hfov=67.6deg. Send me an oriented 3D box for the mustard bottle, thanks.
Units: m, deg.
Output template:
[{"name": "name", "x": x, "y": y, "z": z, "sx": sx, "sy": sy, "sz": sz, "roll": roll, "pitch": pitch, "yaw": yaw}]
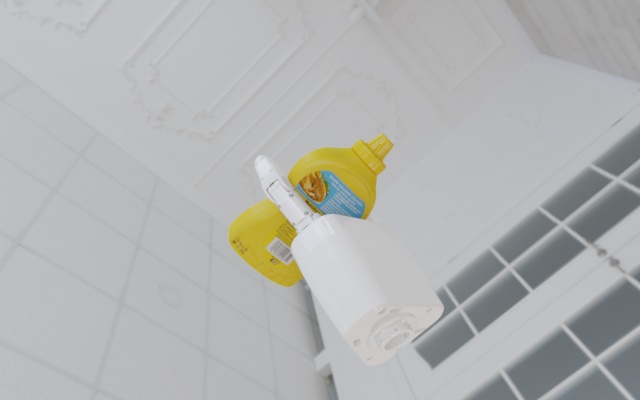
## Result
[{"name": "mustard bottle", "x": 0.000, "y": 0.002, "z": 0.502, "sx": 0.096, "sy": 0.191, "sz": 0.058, "roll": 42, "pitch": 12, "yaw": -24}]
